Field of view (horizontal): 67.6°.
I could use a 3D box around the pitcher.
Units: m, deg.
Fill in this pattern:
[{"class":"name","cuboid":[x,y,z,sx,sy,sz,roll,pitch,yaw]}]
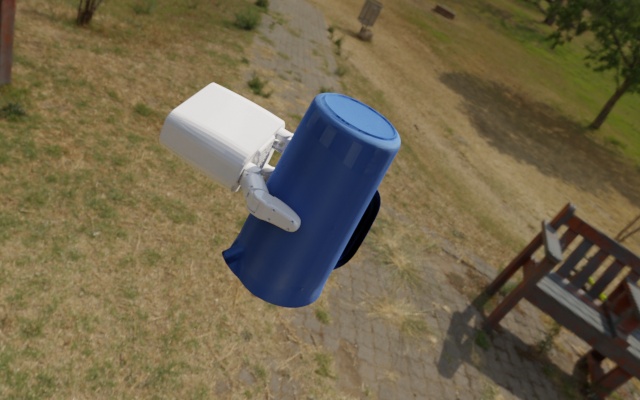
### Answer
[{"class":"pitcher","cuboid":[0.000,0.002,0.576,0.145,0.243,0.149,32,29,4]}]
